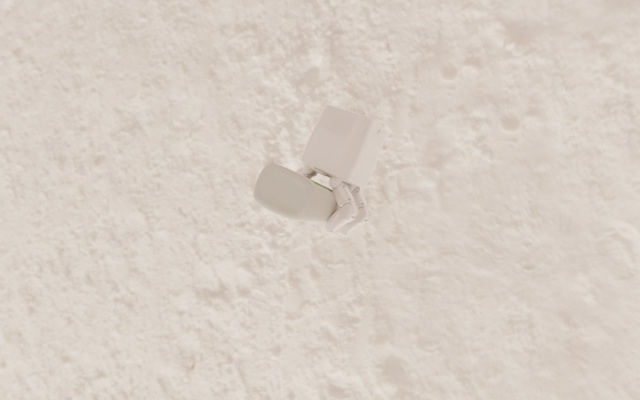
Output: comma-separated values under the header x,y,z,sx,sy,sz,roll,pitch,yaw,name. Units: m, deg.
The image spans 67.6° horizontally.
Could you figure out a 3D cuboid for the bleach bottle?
x,y,z,sx,sy,sz,roll,pitch,yaw,name
0.000,0.003,0.801,0.102,0.068,0.251,26,5,27,bleach bottle
